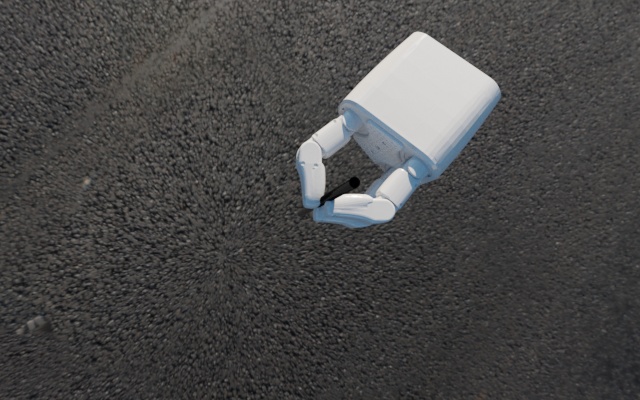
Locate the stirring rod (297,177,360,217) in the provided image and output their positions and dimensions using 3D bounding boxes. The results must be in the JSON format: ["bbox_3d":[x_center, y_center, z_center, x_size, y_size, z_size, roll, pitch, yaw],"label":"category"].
[{"bbox_3d":[0.000,0.001,0.445,0.011,0.011,0.239,0,-7,-11],"label":"stirring rod"}]
